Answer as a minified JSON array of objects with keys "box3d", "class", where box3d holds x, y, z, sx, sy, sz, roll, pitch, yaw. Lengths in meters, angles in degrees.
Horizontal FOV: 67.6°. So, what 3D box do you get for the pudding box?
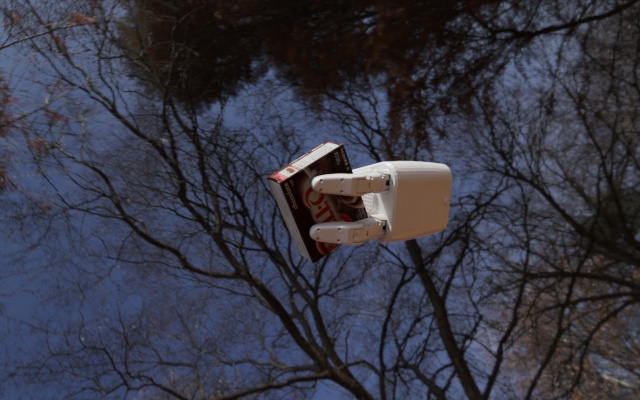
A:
[{"box3d":[0.000,0.002,0.550,0.090,0.113,0.039,-34,27,-23],"class":"pudding box"}]
